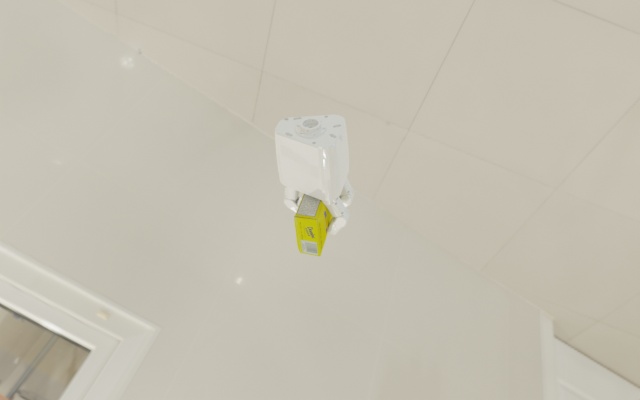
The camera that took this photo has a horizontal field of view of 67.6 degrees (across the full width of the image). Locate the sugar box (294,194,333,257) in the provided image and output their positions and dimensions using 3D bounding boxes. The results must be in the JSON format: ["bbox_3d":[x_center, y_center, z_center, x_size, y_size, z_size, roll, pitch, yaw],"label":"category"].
[{"bbox_3d":[0.001,0.003,0.847,0.048,0.093,0.176,9,45,14],"label":"sugar box"}]
